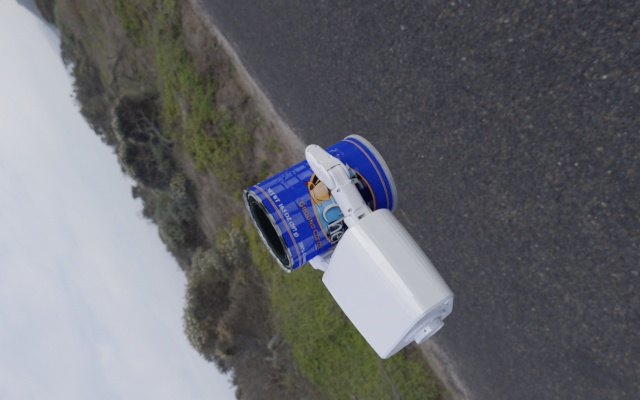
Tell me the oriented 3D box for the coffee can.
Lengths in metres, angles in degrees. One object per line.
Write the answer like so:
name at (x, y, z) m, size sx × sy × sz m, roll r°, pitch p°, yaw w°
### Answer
coffee can at (0.000, 0.002, 0.536) m, size 0.140 × 0.103 × 0.103 m, roll -29°, pitch 9°, yaw -17°
